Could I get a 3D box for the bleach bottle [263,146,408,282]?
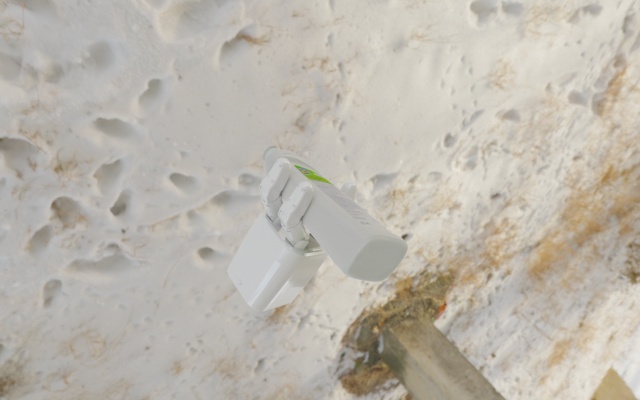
[{"bbox_3d":[0.000,0.002,0.646,0.102,0.068,0.250,18,21,-48],"label":"bleach bottle"}]
